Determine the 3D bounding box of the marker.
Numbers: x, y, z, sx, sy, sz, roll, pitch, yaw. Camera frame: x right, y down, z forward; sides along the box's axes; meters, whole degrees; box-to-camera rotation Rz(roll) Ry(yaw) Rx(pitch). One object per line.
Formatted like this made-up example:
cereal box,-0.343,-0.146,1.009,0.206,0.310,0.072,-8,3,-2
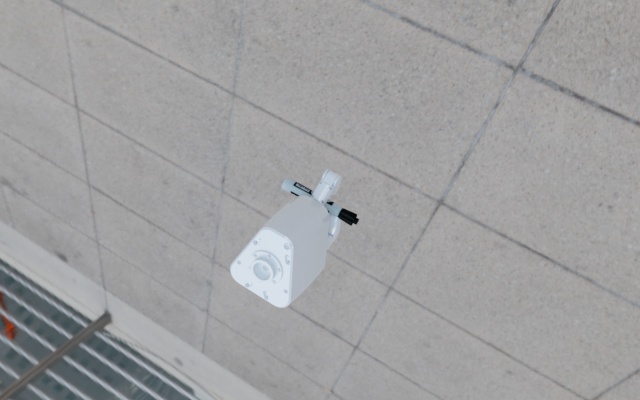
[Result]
marker,0.000,0.002,0.680,0.121,0.020,0.020,29,7,12
